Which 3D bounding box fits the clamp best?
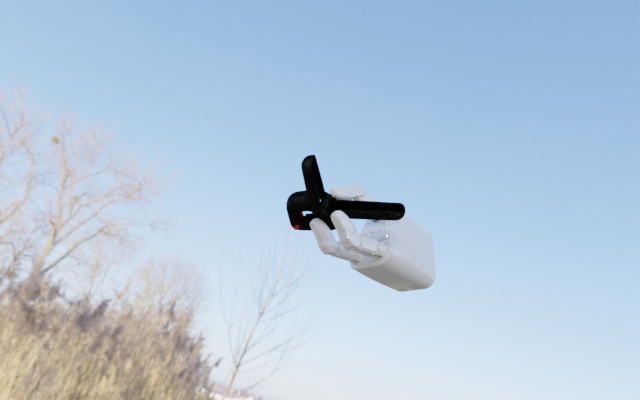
[{"bbox_3d":[0.000,0.002,0.714,0.164,0.036,0.210,32,-29,-25],"label":"clamp"}]
